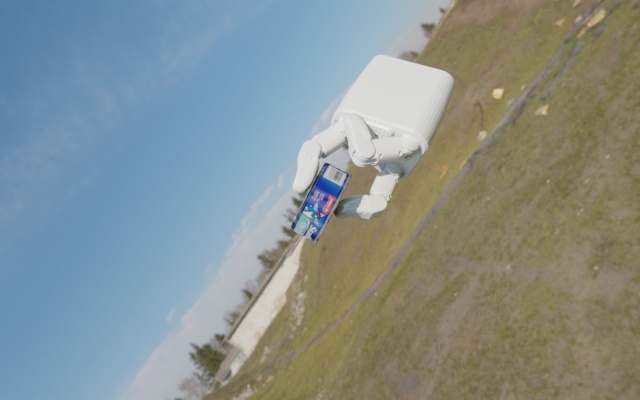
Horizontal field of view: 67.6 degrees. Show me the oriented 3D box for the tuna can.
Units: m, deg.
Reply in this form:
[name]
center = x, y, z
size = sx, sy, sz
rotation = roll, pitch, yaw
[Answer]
[tuna can]
center = 0.000, 0.002, 0.527
size = 0.034, 0.086, 0.086
rotation = 28, 0, -1
